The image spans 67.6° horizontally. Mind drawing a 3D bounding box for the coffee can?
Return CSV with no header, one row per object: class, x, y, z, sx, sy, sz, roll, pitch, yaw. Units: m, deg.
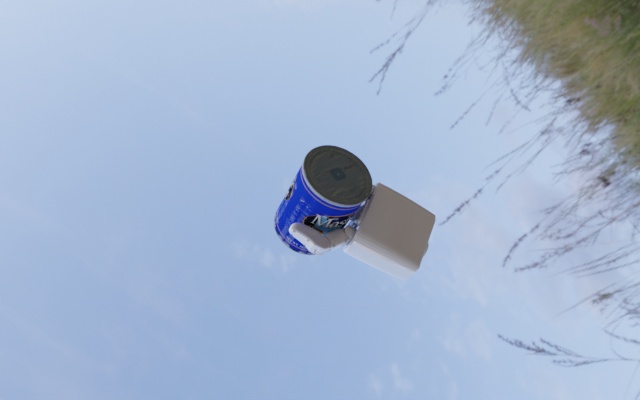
coffee can,0.000,0.002,0.703,0.103,0.102,0.140,0,-34,-26
